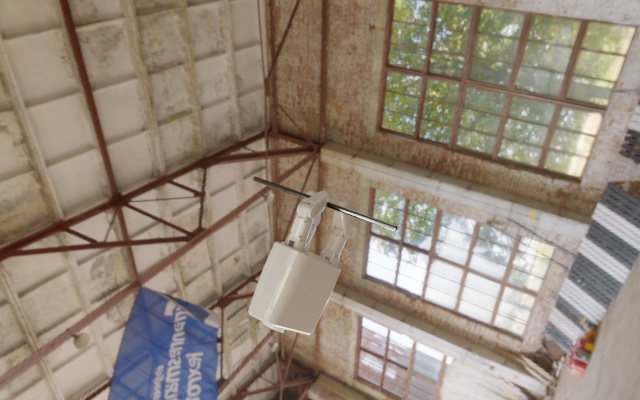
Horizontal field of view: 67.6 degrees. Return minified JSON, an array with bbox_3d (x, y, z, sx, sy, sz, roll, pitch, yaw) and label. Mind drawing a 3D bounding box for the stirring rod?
[{"bbox_3d":[0.000,0.002,0.698,0.239,0.011,0.011,19,8,25],"label":"stirring rod"}]
